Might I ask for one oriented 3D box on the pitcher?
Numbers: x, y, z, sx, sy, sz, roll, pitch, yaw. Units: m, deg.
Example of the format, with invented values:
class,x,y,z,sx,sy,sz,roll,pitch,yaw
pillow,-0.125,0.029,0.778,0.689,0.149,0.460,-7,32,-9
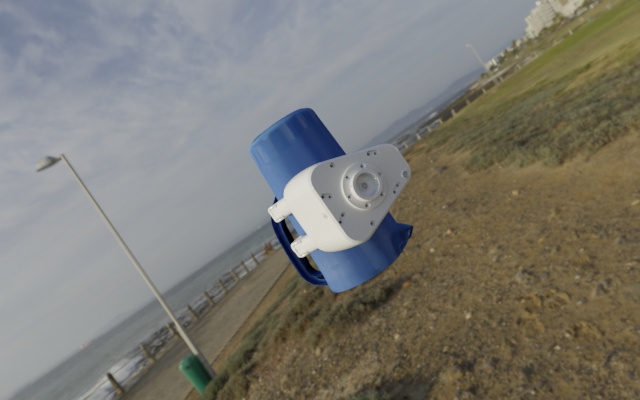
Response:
class,x,y,z,sx,sy,sz,roll,pitch,yaw
pitcher,0.000,0.002,0.677,0.149,0.243,0.145,-35,2,-15
